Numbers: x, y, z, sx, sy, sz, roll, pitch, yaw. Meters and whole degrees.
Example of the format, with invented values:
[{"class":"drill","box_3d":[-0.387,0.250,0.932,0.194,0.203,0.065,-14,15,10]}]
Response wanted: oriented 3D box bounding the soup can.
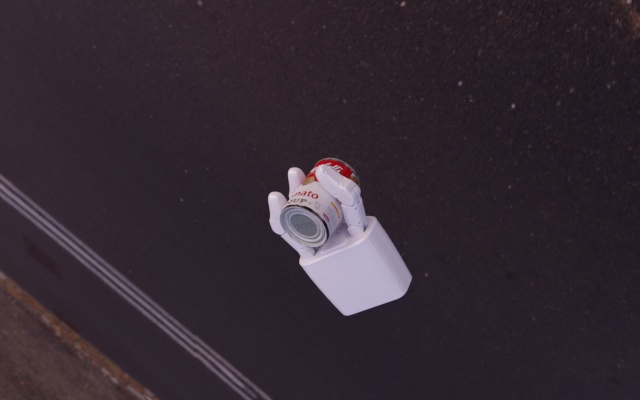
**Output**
[{"class":"soup can","box_3d":[0.000,0.002,0.606,0.068,0.068,0.102,0,38,32]}]
